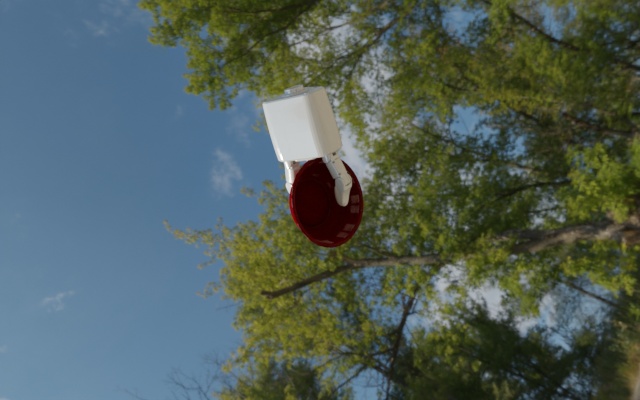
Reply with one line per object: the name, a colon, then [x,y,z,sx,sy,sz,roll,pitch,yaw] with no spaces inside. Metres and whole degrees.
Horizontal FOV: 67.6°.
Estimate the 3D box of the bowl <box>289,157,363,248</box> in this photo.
bowl: [0.000,0.004,0.844,0.162,0.162,0.055,0,-5,-39]
